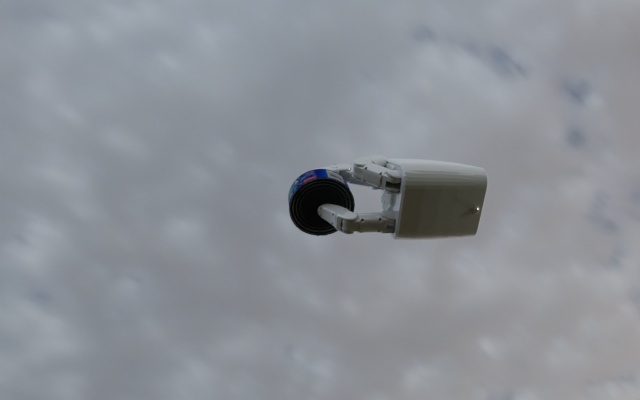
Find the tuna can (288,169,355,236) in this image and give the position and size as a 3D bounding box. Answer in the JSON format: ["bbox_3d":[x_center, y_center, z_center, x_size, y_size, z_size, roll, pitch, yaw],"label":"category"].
[{"bbox_3d":[0.000,0.002,0.630,0.086,0.086,0.033,0,29,-9],"label":"tuna can"}]
